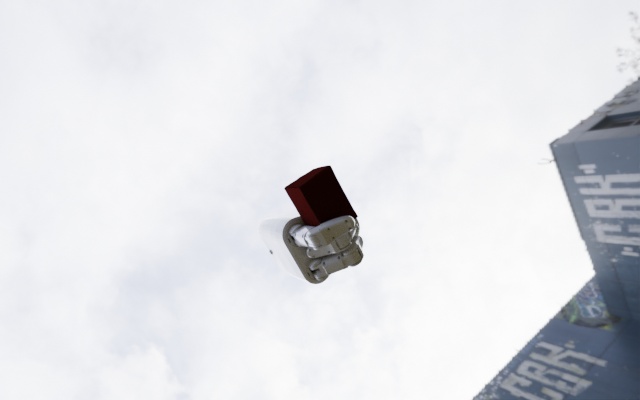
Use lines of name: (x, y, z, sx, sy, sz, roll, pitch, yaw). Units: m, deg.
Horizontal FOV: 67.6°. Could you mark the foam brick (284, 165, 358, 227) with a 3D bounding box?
foam brick: (0.000, 0.002, 0.608, 0.053, 0.078, 0.051, -34, 16, -21)
